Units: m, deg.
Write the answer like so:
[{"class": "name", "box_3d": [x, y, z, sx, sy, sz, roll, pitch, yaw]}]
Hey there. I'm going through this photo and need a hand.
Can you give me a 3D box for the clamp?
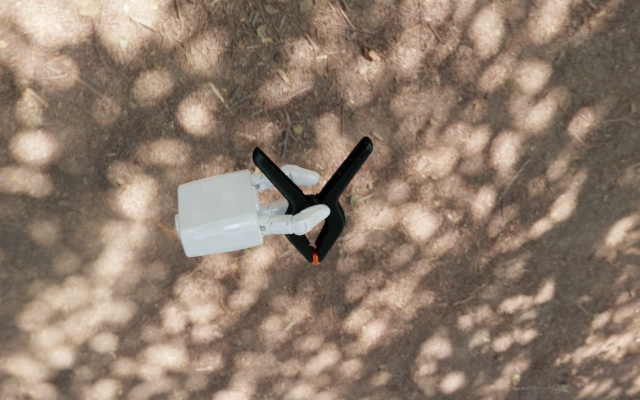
[{"class": "clamp", "box_3d": [0.000, 0.003, 0.688, 0.164, 0.210, 0.036, -12, 35, -7]}]
